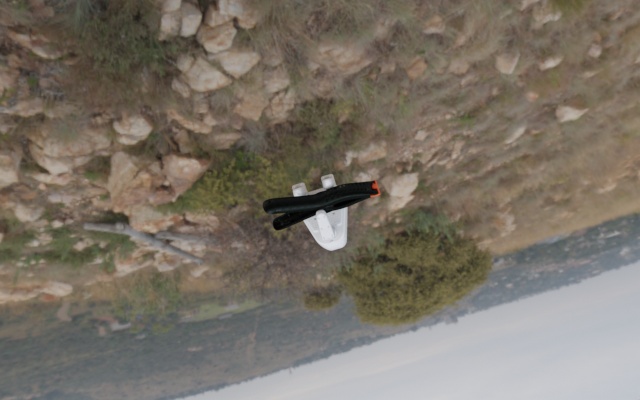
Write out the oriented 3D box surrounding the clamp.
[{"bbox_3d":[0.001,0.003,0.837,0.210,0.036,0.164,-17,-13,3],"label":"clamp"}]
